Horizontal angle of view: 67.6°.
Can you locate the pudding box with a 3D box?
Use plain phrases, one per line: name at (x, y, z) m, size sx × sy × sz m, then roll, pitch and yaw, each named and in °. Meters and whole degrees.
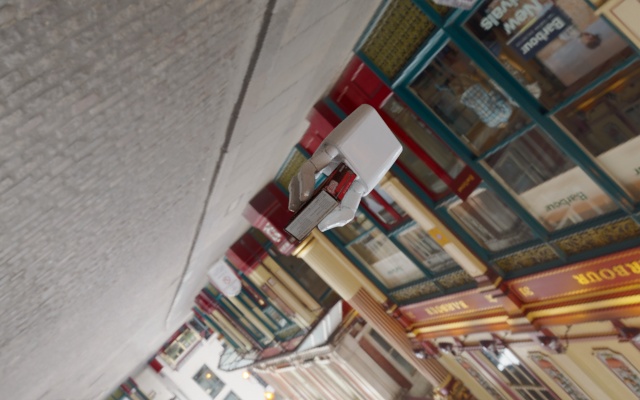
pudding box at (0.000, 0.003, 0.741) m, size 0.113 × 0.039 × 0.090 m, roll -48°, pitch 3°, yaw 37°
